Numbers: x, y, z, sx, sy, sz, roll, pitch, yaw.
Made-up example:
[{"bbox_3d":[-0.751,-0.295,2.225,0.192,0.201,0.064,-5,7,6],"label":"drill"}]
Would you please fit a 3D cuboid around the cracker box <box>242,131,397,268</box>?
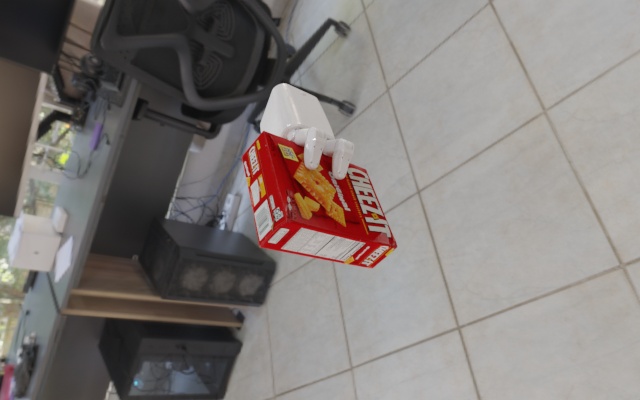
[{"bbox_3d":[0.000,0.002,0.711,0.214,0.164,0.072,16,-47,-37],"label":"cracker box"}]
